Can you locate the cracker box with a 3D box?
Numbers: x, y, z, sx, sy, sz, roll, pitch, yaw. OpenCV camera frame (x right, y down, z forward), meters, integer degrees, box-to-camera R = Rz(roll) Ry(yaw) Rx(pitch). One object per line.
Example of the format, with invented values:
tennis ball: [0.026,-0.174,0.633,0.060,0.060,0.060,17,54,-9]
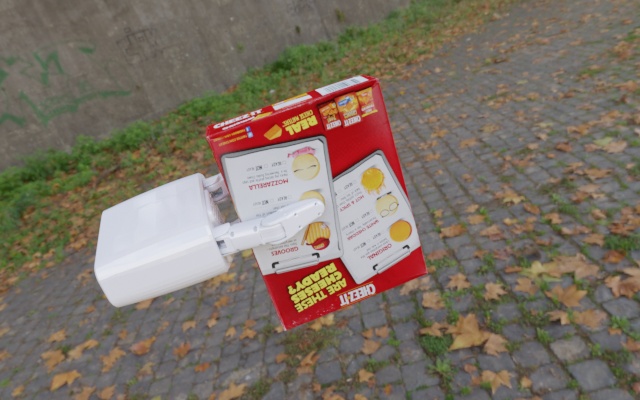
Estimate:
cracker box: [0.000,0.001,0.484,0.164,0.214,0.072,-20,22,-5]
